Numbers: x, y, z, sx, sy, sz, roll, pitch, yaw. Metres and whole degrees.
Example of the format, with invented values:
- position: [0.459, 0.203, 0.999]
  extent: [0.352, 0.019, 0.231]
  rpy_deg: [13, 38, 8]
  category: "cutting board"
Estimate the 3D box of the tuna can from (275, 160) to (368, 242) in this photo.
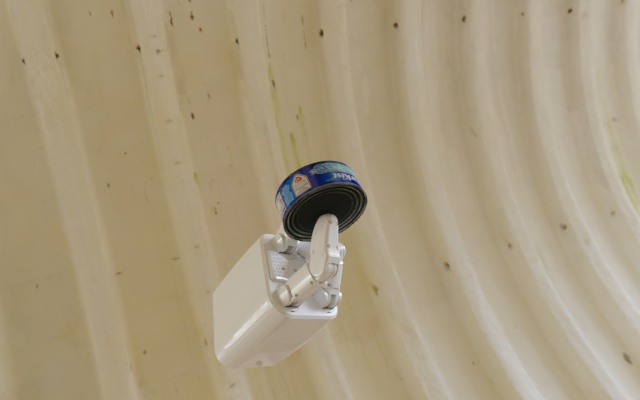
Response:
- position: [0.000, 0.001, 0.466]
  extent: [0.086, 0.033, 0.086]
  rpy_deg: [-16, -36, -12]
  category: "tuna can"
